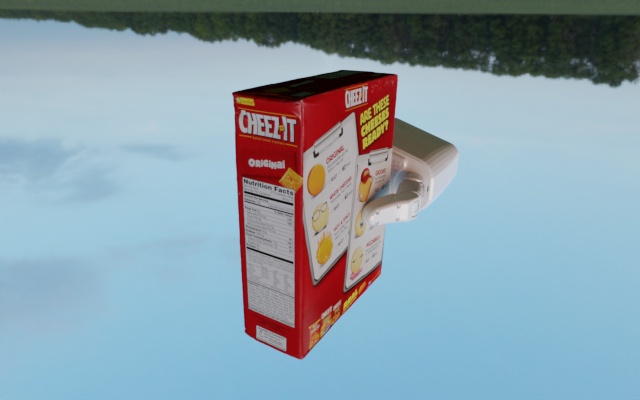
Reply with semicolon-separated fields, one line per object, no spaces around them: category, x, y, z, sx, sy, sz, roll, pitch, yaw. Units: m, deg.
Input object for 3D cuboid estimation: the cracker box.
cracker box;0.000;0.002;0.426;0.072;0.214;0.164;13;25;28
